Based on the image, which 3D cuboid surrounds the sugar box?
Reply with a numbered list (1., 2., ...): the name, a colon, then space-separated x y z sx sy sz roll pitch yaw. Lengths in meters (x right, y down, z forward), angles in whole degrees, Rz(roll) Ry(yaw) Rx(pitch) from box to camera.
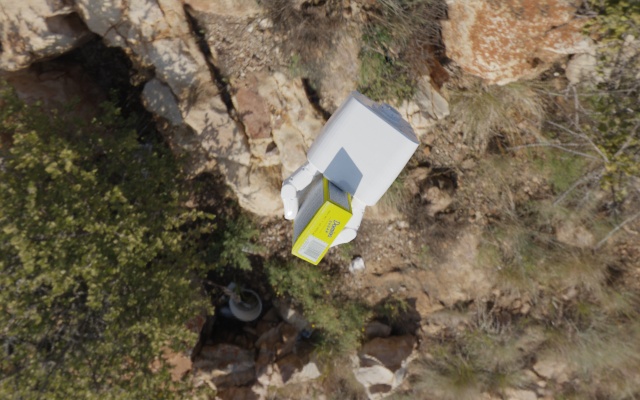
1. sugar box: 0.001 0.002 0.681 0.048 0.093 0.176 30 24 -13
